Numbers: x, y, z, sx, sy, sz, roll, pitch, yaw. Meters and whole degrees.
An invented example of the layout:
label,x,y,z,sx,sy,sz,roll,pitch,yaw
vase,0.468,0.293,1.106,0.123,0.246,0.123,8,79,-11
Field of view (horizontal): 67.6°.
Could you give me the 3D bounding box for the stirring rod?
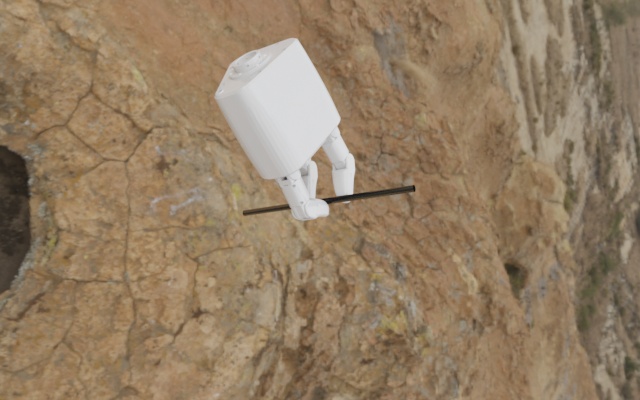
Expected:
label,x,y,z,sx,sy,sz,roll,pitch,yaw
stirring rod,0.000,0.002,0.584,0.239,0.011,0.011,-8,-4,30
